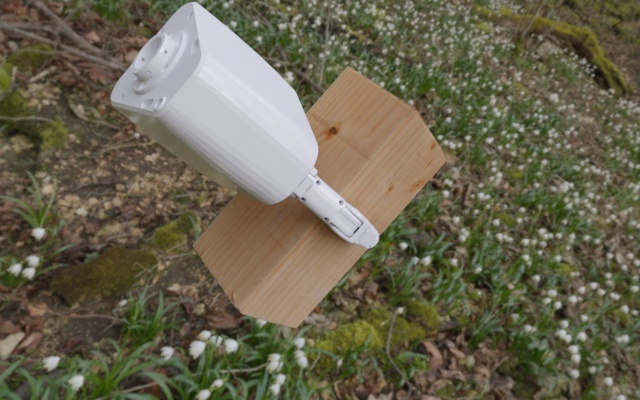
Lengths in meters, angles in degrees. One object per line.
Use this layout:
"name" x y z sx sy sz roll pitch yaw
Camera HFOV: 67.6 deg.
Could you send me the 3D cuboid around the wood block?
"wood block" 0.000 0.001 0.421 0.090 0.206 0.090 44 4 36
